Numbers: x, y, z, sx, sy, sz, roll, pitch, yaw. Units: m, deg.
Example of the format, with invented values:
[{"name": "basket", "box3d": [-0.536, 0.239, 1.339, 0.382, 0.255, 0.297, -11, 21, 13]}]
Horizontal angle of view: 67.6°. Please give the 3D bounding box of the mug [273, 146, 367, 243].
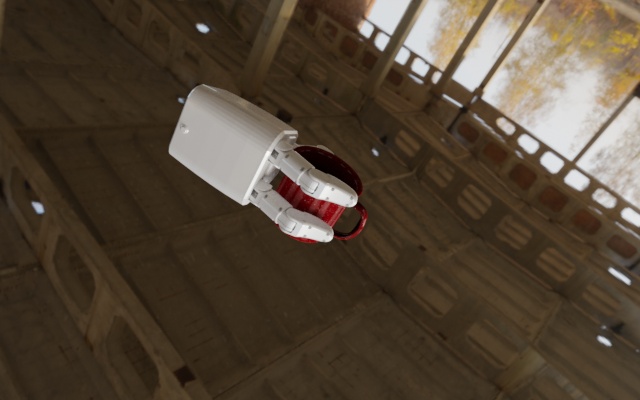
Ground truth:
[{"name": "mug", "box3d": [0.001, 0.003, 0.565, 0.117, 0.081, 0.093, 34, 30, 3]}]
